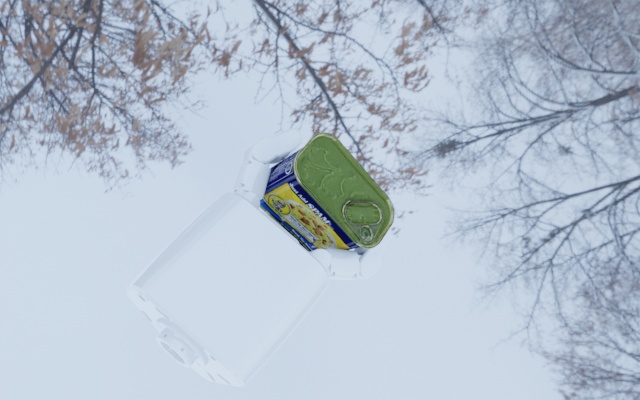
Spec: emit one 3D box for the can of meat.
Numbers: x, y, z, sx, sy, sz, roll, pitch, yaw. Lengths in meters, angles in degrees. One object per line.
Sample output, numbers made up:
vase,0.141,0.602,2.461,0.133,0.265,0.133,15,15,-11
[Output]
can of meat,0.000,0.001,0.423,0.084,0.102,0.057,-24,23,54
